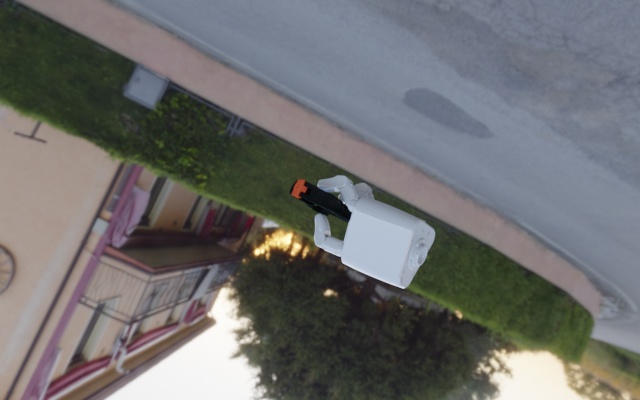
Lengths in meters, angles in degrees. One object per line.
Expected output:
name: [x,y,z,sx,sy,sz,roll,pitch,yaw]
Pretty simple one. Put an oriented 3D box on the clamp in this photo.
clamp: [0.000,0.003,0.813,0.164,0.036,0.210,21,-5,34]
